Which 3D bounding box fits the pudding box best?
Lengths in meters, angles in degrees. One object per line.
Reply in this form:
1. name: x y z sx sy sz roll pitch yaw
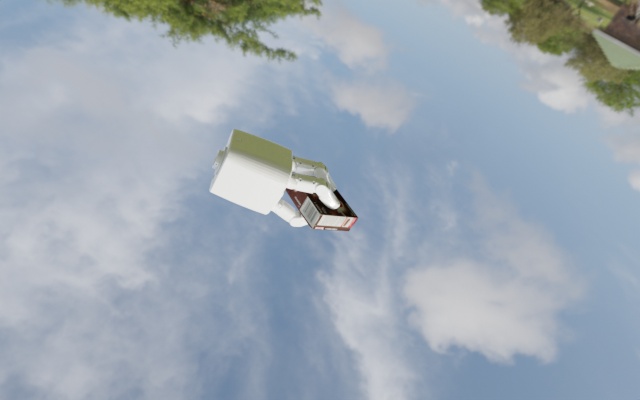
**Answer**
1. pudding box: 0.000 0.003 0.833 0.090 0.039 0.113 5 39 -41
